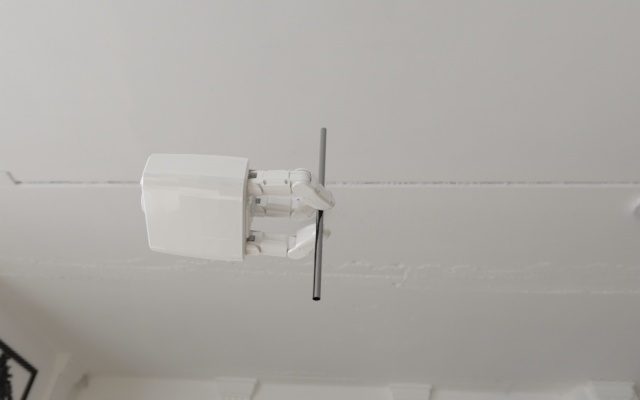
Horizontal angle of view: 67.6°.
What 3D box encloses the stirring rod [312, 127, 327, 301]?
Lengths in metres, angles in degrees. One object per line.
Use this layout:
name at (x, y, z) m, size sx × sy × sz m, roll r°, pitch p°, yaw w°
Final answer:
stirring rod at (0.000, 0.002, 0.531) m, size 0.011 × 0.239 × 0.011 m, roll 1°, pitch -40°, yaw 1°
